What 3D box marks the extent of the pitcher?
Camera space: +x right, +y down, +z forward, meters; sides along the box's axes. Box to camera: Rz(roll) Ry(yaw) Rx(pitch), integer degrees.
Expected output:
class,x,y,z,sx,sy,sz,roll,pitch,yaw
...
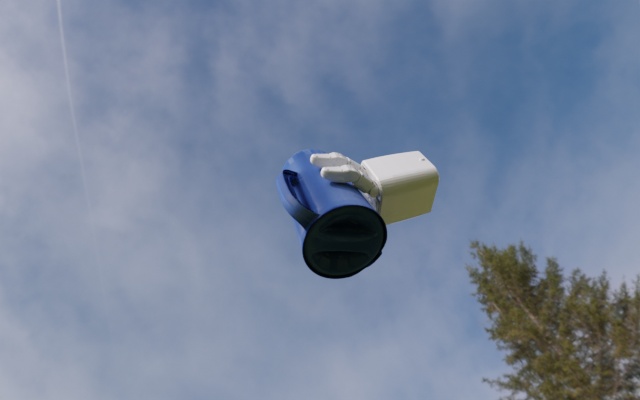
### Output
class,x,y,z,sx,sy,sz,roll,pitch,yaw
pitcher,0.000,0.003,0.797,0.145,0.149,0.242,-13,33,-10
